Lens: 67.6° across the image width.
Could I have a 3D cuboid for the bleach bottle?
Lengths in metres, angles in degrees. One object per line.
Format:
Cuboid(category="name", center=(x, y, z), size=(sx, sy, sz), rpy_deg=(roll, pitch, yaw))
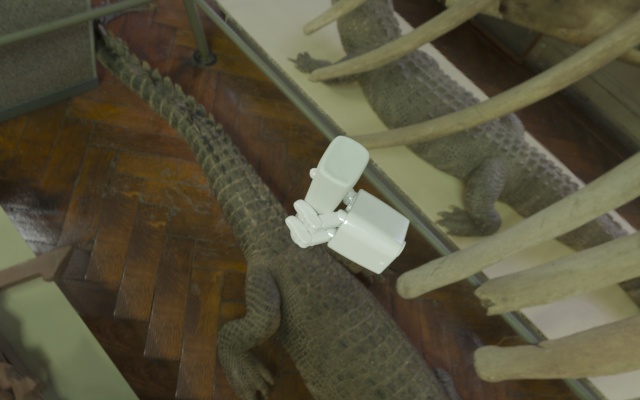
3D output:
Cuboid(category="bleach bottle", center=(0.000, 0.003, 0.843), size=(0.068, 0.102, 0.251), rpy_deg=(31, -37, 1))
